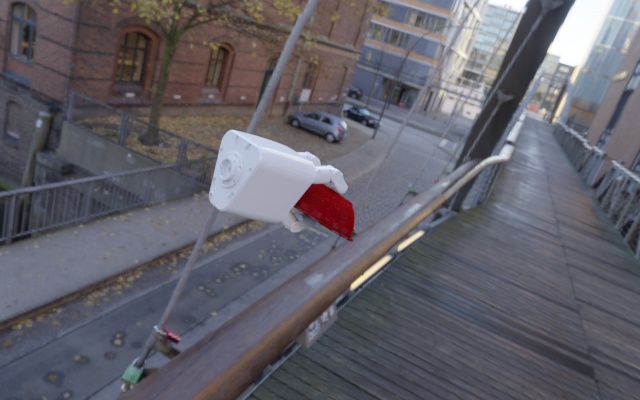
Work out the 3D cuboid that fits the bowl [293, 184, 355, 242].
[{"bbox_3d":[0.001,0.003,0.795,0.162,0.055,0.162,33,1,0],"label":"bowl"}]
